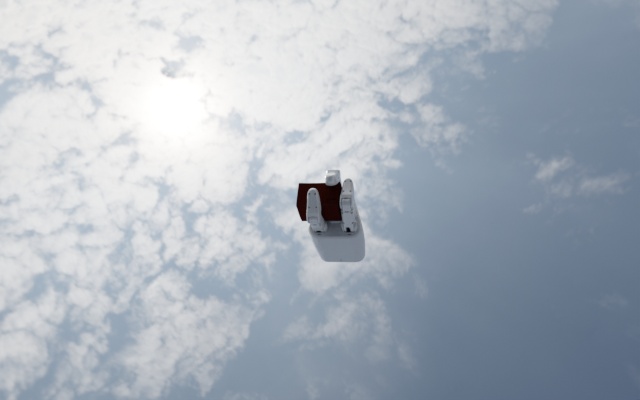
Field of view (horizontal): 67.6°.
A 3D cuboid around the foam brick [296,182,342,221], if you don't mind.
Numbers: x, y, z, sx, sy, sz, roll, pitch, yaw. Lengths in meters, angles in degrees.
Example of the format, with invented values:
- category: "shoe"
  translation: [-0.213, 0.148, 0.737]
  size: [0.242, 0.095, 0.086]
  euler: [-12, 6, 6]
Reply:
- category: "foam brick"
  translation: [0.000, 0.003, 0.857]
  size: [0.078, 0.053, 0.051]
  euler: [0, -36, 11]
